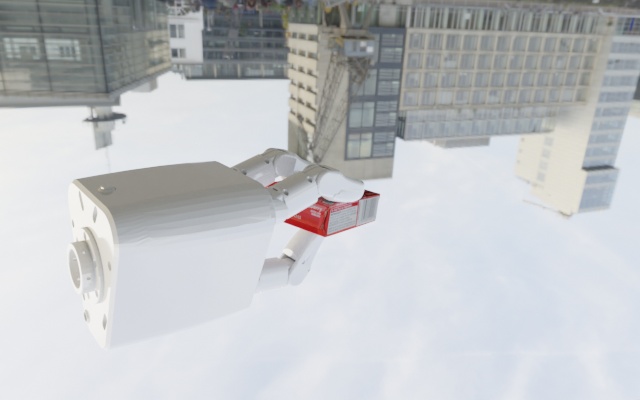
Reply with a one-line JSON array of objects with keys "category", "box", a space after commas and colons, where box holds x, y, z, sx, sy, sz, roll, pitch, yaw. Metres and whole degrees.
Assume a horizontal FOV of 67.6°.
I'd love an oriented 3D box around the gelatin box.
[{"category": "gelatin box", "box": [0.000, 0.002, 0.427, 0.073, 0.030, 0.089, 19, 18, 32]}]
